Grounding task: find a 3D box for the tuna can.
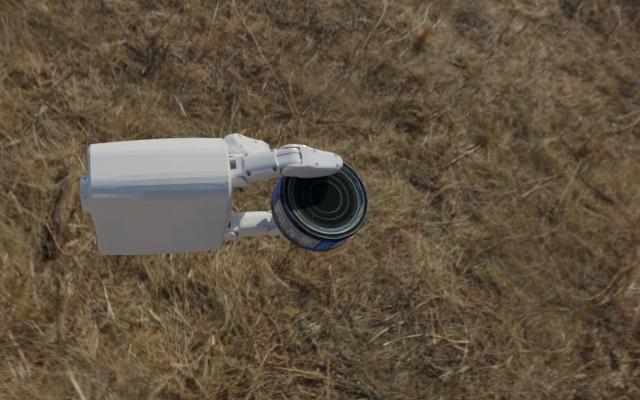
[{"bbox_3d":[0.000,0.001,0.438,0.086,0.086,0.034,0,-23,-22],"label":"tuna can"}]
